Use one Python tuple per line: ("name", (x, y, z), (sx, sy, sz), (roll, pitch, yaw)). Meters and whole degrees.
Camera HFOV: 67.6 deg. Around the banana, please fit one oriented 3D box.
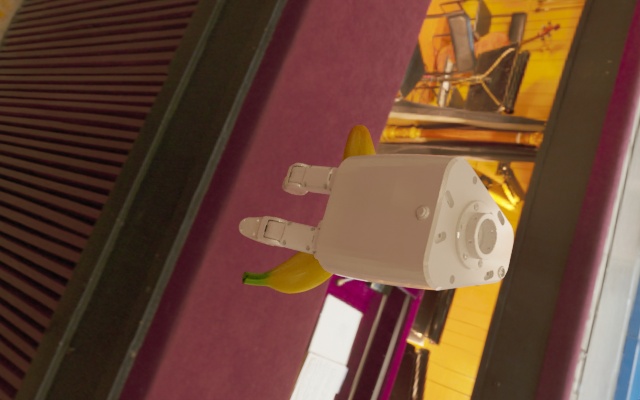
("banana", (0.011, 0.016, 0.458), (0.070, 0.197, 0.037), (43, -22, -19))
